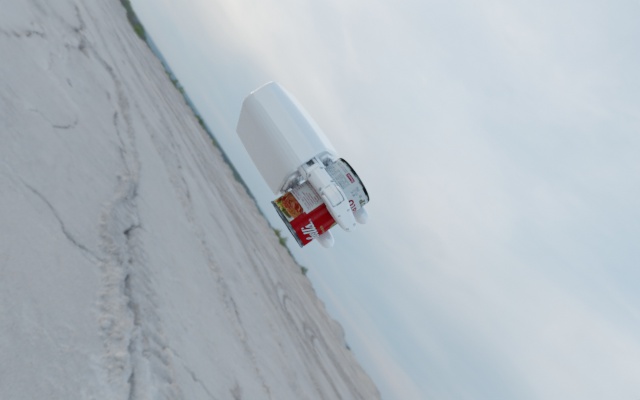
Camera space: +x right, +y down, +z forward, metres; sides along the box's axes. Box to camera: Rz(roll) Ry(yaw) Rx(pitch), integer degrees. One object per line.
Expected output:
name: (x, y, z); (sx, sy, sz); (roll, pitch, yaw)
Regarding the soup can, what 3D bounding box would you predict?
soup can: (0.001, 0.002, 0.584); (0.102, 0.068, 0.068); (-33, 4, -7)
